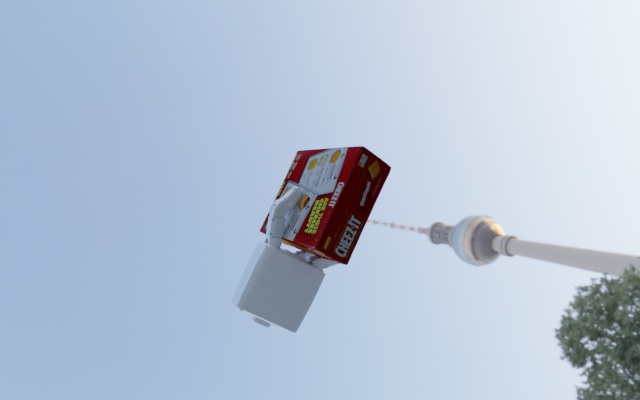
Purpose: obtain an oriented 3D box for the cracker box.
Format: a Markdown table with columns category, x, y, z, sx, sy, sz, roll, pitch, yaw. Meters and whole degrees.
| category | x | y | z | sx | sy | sz | roll | pitch | yaw |
| --- | --- | --- | --- | --- | --- | --- | --- | --- | --- |
| cracker box | 0.000 | 0.002 | 0.769 | 0.072 | 0.164 | 0.213 | 30 | -11 | -27 |
